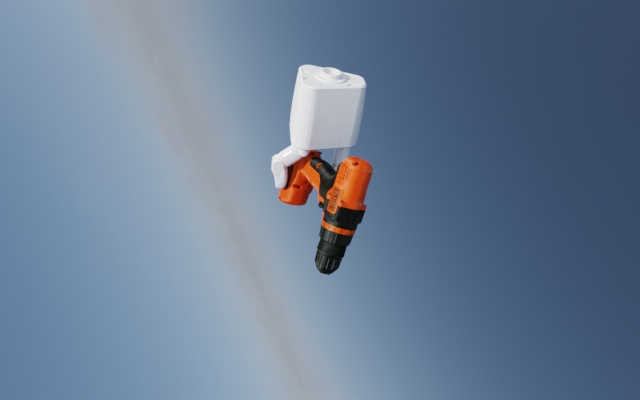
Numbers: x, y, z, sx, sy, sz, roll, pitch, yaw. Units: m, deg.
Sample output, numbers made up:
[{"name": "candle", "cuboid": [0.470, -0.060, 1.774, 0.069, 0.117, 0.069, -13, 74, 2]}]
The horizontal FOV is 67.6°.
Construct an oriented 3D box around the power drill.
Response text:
[{"name": "power drill", "cuboid": [0.000, 0.002, 0.767, 0.057, 0.184, 0.187, 10, 14, -35]}]
